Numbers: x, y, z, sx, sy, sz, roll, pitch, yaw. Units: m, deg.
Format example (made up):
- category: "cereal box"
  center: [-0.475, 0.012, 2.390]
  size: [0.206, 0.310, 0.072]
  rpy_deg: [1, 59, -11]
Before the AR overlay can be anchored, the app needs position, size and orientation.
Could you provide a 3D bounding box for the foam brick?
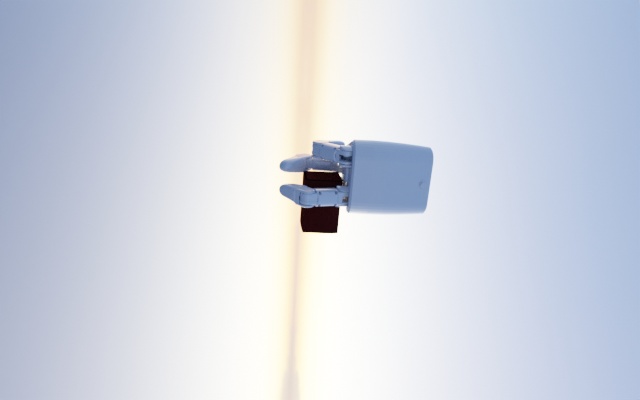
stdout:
- category: "foam brick"
  center: [0.000, 0.002, 0.668]
  size: [0.051, 0.078, 0.053]
  rpy_deg: [3, 17, -7]
